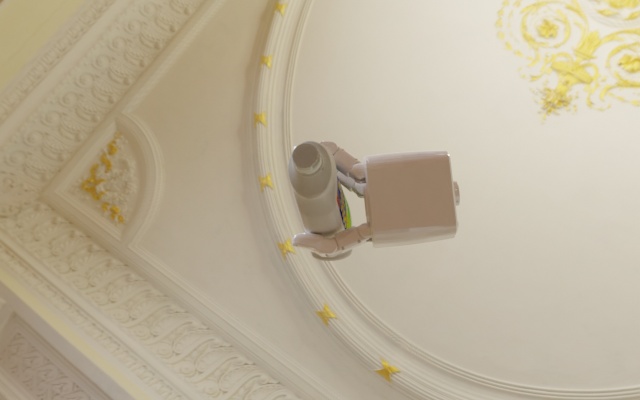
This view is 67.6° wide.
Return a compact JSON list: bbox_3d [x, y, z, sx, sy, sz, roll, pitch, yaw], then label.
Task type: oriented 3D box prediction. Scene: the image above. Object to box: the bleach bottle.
[{"bbox_3d":[0.000,0.002,0.615,0.068,0.102,0.251,-5,-20,6],"label":"bleach bottle"}]
